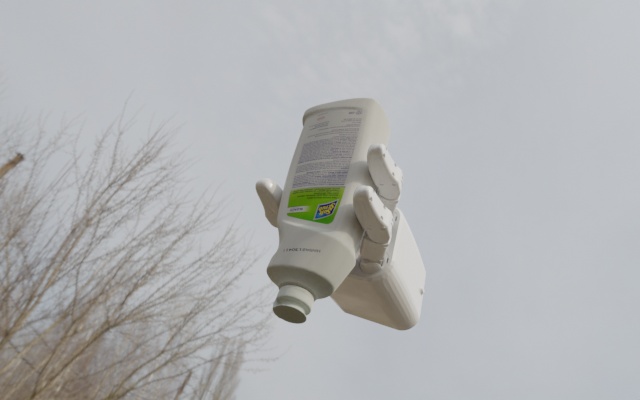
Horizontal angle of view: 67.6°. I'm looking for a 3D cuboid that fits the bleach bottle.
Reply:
[{"bbox_3d":[0.000,0.001,0.468,0.102,0.250,0.068,-6,-46,28],"label":"bleach bottle"}]
